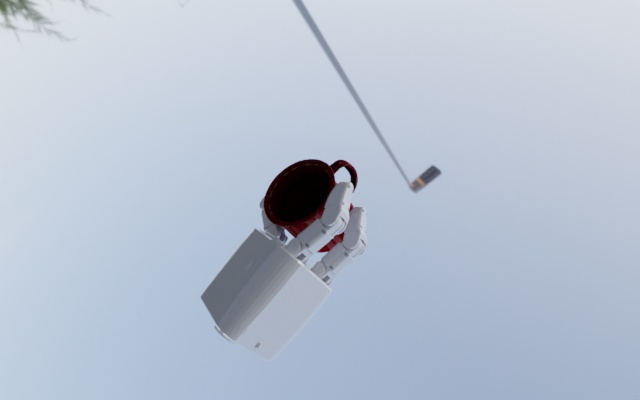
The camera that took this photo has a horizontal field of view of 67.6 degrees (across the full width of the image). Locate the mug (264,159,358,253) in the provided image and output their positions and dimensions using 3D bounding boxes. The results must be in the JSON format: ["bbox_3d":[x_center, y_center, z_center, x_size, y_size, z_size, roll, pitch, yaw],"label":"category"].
[{"bbox_3d":[0.001,0.001,0.578,0.093,0.117,0.081,35,-11,43],"label":"mug"}]
